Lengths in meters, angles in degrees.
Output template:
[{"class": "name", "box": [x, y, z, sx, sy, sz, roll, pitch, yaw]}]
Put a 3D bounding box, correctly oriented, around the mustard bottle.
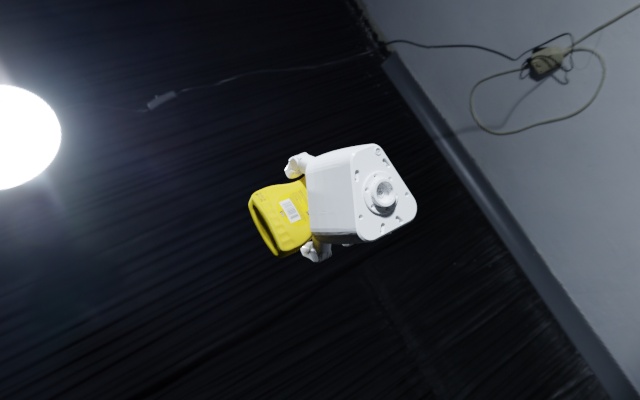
[{"class": "mustard bottle", "box": [0.000, 0.002, 0.691, 0.191, 0.096, 0.058, -24, -16, -28]}]
